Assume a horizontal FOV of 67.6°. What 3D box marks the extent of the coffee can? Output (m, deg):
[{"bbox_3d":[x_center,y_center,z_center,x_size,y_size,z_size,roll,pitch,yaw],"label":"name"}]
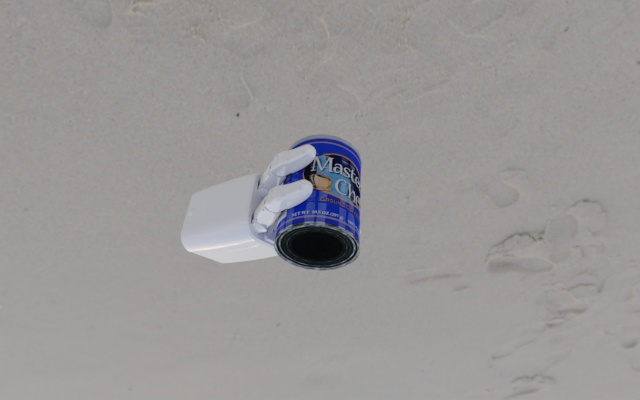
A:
[{"bbox_3d":[0.000,0.002,0.603,0.103,0.140,0.103,3,-38,2],"label":"coffee can"}]
